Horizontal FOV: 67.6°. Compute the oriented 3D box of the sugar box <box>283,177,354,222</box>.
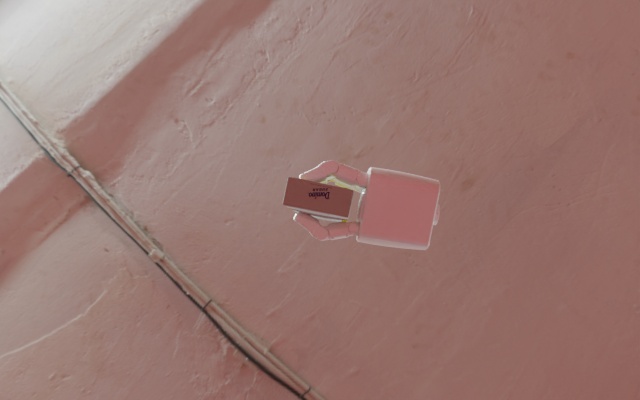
[{"bbox_3d":[0.000,0.002,0.721,0.093,0.048,0.176,11,-7,2],"label":"sugar box"}]
